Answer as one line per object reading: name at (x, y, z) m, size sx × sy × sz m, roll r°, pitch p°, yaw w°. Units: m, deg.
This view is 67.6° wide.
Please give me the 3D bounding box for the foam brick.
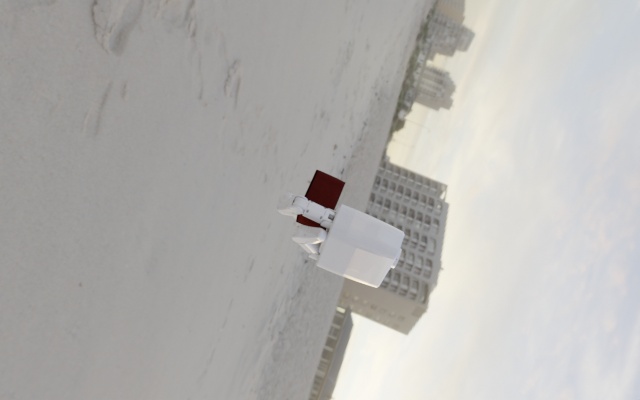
foam brick at (0.000, 0.002, 0.758) m, size 0.051 × 0.078 × 0.053 m, roll 22°, pitch -27°, yaw 3°
